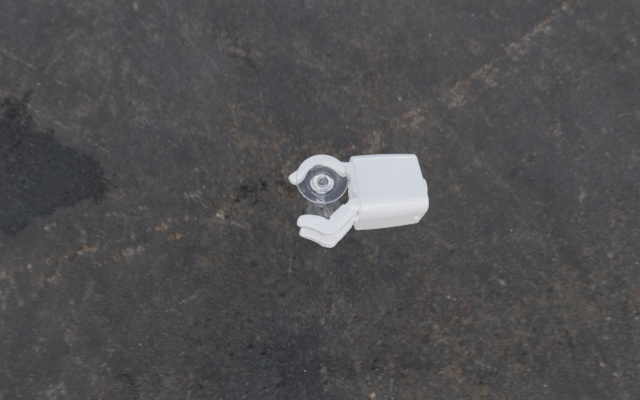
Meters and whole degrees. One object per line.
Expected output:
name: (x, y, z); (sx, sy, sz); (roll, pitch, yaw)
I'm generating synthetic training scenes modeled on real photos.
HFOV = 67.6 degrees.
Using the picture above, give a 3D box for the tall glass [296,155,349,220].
tall glass: (0.000, 0.002, 0.762); (0.079, 0.079, 0.201); (0, -20, -2)
